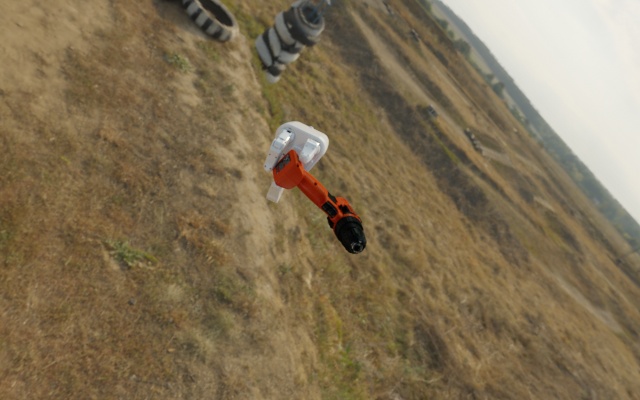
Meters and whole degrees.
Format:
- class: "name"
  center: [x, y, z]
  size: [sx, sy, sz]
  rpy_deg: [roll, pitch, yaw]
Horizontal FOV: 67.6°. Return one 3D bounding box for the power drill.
- class: "power drill"
  center: [0.000, 0.002, 0.848]
  size: [0.188, 0.057, 0.184]
  rpy_deg: [44, 7, -22]
